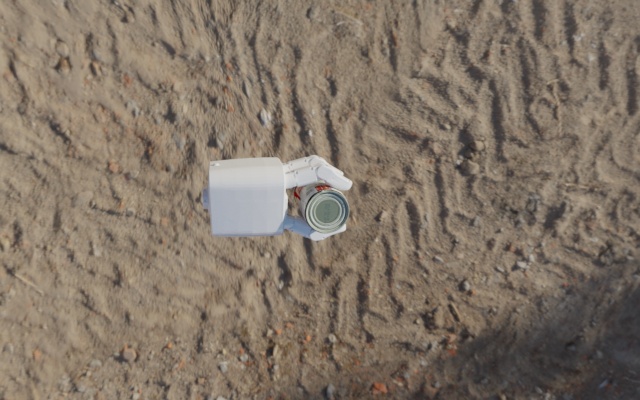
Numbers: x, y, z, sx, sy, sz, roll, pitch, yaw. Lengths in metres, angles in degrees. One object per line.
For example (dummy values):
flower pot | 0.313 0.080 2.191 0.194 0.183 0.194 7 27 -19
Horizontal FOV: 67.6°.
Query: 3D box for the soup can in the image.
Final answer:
soup can | 0.001 0.003 0.727 0.068 0.068 0.102 0 16 -12
